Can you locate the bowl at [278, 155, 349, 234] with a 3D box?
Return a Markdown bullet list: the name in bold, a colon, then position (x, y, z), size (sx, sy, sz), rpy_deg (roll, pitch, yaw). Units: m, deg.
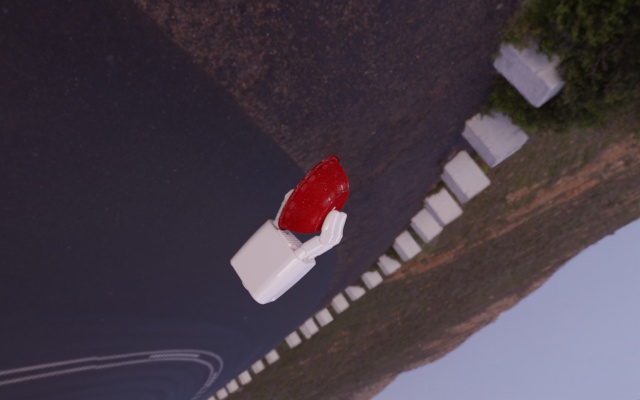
- **bowl**: position (0.001, 0.002, 0.821), size (0.055, 0.162, 0.162), rpy_deg (38, 11, 14)
